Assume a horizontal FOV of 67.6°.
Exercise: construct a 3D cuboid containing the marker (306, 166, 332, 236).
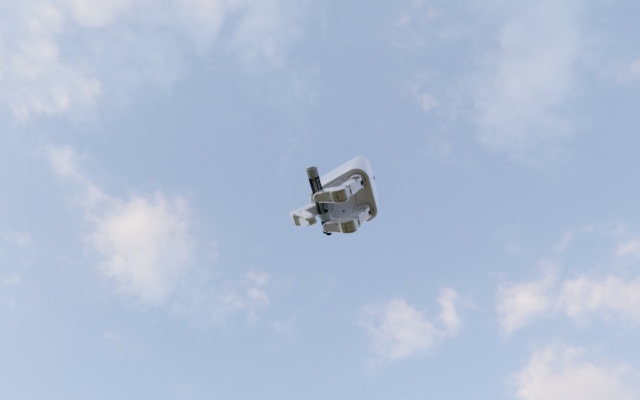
[{"bbox_3d":[0.000,0.003,0.795,0.020,0.121,0.020,-14,18,5],"label":"marker"}]
